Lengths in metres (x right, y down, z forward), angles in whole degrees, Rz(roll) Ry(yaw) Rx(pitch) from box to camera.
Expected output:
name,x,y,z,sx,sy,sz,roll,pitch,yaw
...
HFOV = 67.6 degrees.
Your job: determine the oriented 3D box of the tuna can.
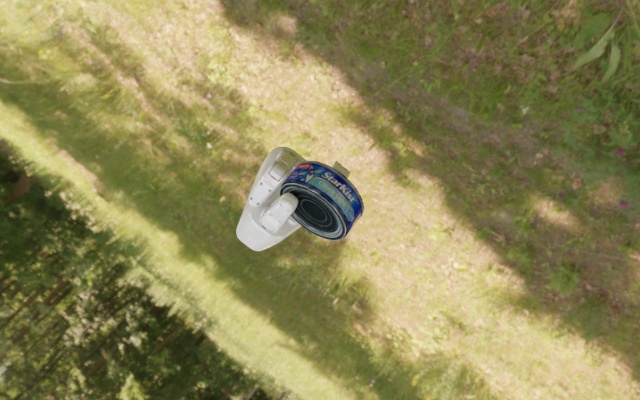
name,x,y,z,sx,sy,sz,roll,pitch,yaw
tuna can,0.000,0.002,0.494,0.086,0.086,0.033,0,44,49
